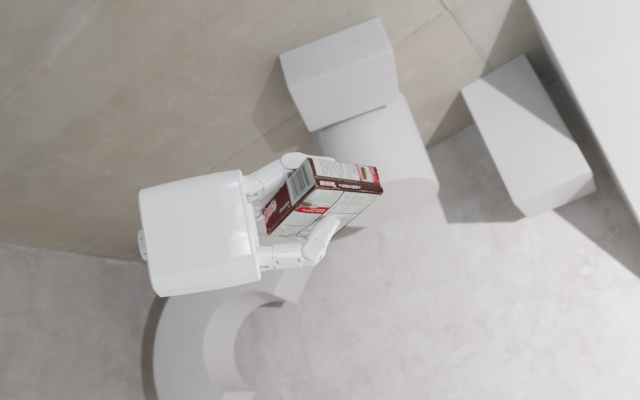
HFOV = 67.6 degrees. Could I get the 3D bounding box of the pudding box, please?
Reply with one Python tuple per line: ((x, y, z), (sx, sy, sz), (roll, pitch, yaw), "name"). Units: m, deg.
((0.000, 0.002, 0.527), (0.090, 0.039, 0.113), (4, -30, -33), "pudding box")
